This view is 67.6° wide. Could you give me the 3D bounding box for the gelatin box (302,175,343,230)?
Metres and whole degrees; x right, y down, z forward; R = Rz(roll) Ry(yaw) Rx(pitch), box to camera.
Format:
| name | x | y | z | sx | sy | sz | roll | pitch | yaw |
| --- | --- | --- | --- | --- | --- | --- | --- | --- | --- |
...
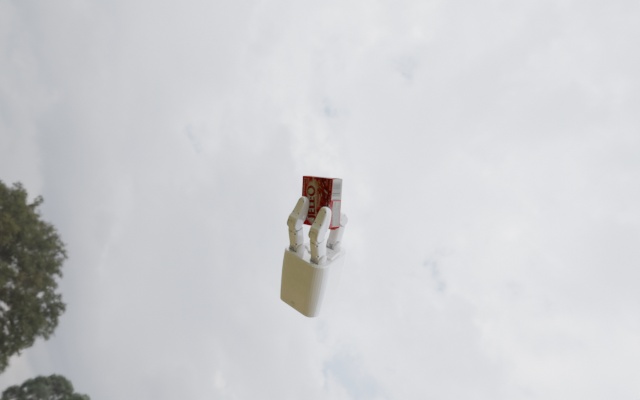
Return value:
| name | x | y | z | sx | sy | sz | roll | pitch | yaw |
| --- | --- | --- | --- | --- | --- | --- | --- | --- | --- |
| gelatin box | 0.000 | 0.002 | 0.837 | 0.073 | 0.089 | 0.030 | 8 | 7 | 43 |
